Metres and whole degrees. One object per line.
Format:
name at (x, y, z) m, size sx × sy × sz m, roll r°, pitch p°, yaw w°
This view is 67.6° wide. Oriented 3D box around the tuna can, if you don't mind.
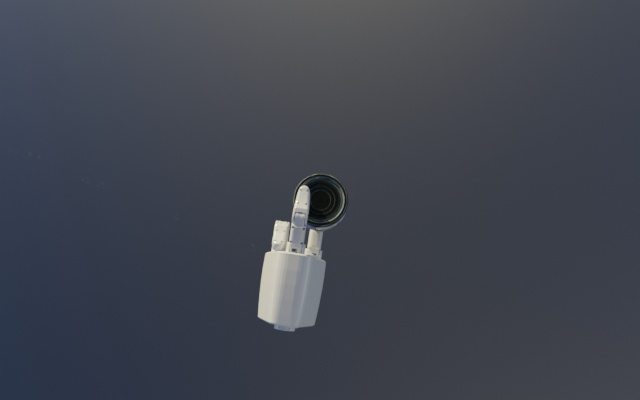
tuna can at (0.000, 0.002, 0.739) m, size 0.086 × 0.086 × 0.034 m, roll 0°, pitch -13°, yaw 1°
